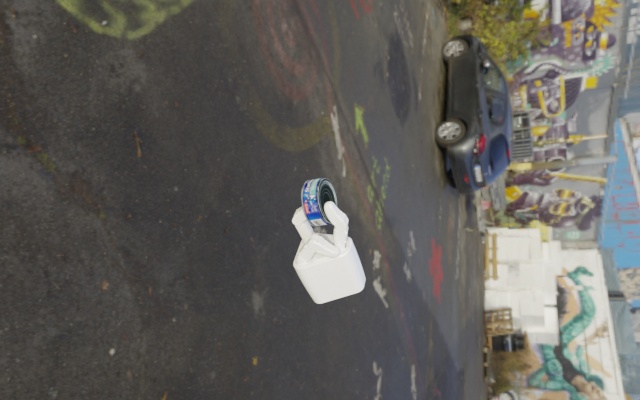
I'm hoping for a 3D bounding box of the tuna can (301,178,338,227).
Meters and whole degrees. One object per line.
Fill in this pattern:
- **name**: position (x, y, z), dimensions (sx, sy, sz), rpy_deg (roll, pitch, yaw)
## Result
- **tuna can**: position (0.001, 0.003, 0.860), dimensions (0.034, 0.086, 0.086), rpy_deg (-9, -4, 26)
